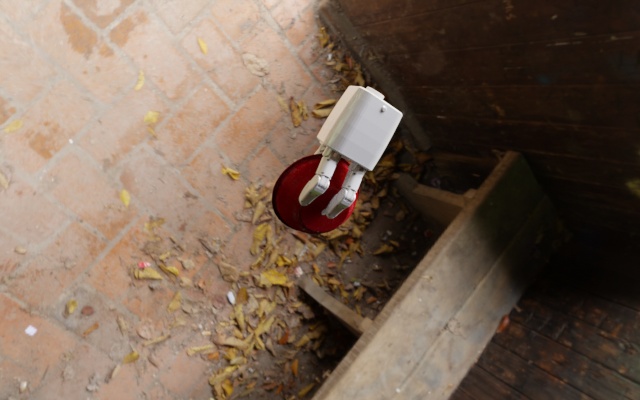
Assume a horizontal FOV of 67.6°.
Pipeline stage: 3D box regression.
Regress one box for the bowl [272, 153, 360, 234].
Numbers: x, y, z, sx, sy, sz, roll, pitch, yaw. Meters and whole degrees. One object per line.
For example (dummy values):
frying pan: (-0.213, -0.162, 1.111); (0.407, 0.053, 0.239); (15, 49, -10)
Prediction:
bowl: (0.000, 0.004, 0.821); (0.162, 0.162, 0.055); (0, 33, -19)
